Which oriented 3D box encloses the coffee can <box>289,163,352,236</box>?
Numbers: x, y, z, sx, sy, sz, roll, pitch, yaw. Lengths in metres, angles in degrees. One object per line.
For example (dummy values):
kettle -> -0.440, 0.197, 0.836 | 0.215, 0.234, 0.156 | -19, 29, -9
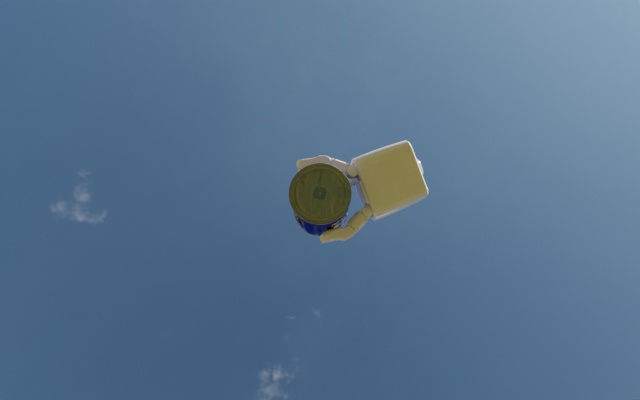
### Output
coffee can -> 0.000, 0.003, 0.842 | 0.103, 0.102, 0.140 | 0, -12, 1
